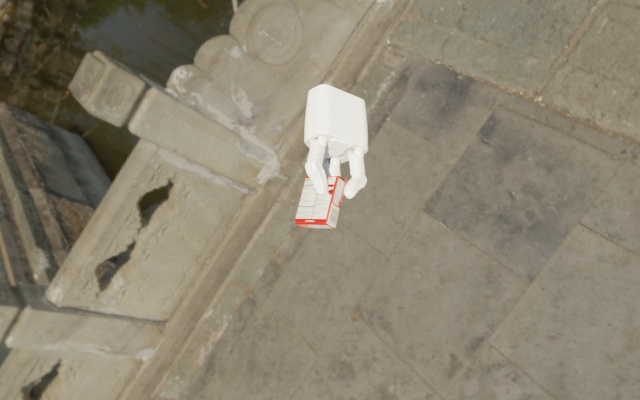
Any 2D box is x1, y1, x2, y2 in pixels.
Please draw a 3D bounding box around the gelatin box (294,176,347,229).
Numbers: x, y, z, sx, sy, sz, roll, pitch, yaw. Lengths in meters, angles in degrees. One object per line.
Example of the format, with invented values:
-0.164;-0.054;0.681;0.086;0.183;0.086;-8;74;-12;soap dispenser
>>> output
0.000;0.003;0.816;0.073;0.089;0.030;-1;-23;40;gelatin box
